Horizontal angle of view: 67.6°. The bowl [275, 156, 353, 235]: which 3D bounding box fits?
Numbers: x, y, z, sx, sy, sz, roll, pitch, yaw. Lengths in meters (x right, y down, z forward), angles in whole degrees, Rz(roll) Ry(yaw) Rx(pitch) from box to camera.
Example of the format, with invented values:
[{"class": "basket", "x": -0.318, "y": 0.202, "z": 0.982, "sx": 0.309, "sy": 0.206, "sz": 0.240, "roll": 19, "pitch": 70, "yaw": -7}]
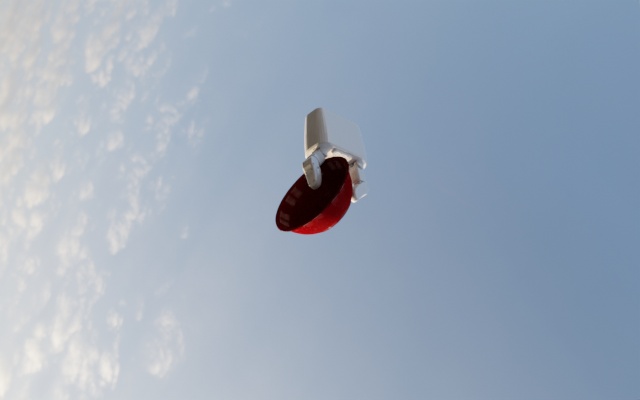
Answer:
[{"class": "bowl", "x": 0.000, "y": 0.004, "z": 0.805, "sx": 0.055, "sy": 0.162, "sz": 0.162, "roll": 44, "pitch": -23, "yaw": -26}]
